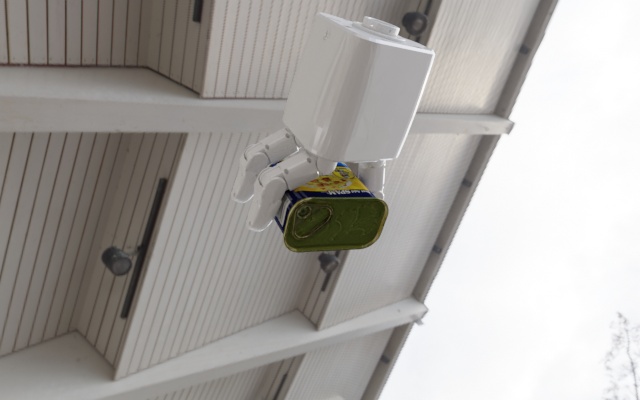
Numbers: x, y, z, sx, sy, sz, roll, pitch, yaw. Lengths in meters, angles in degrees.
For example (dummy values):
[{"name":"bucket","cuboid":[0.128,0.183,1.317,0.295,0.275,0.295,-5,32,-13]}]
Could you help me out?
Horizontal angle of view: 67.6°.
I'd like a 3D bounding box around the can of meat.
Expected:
[{"name":"can of meat","cuboid":[0.000,0.001,0.464,0.102,0.057,0.084,0,32,-27]}]
